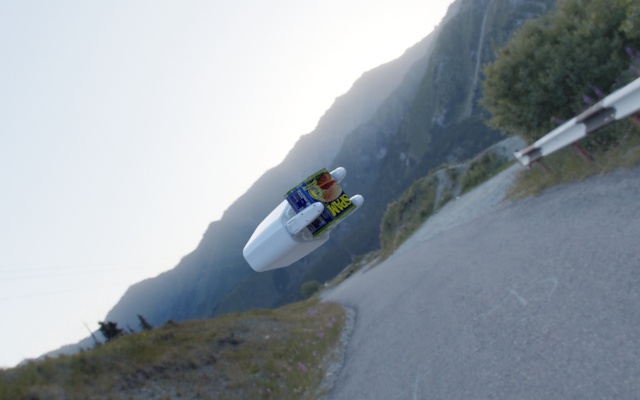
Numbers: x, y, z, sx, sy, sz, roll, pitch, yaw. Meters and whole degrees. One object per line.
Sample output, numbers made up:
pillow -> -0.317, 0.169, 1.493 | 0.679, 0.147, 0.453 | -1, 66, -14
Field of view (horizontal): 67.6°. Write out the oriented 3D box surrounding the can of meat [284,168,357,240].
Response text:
can of meat -> 0.000, 0.002, 0.763 | 0.057, 0.084, 0.102 | -39, -3, 33
